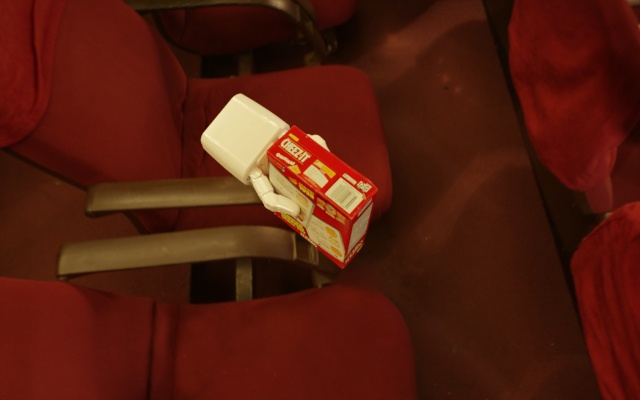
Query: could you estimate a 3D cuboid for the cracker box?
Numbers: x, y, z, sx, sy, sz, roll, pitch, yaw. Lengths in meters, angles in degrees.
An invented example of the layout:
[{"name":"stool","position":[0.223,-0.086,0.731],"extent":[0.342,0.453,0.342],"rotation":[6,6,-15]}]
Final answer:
[{"name":"cracker box","position":[0.000,0.003,0.765],"extent":[0.164,0.072,0.214],"rotation":[38,-21,16]}]
